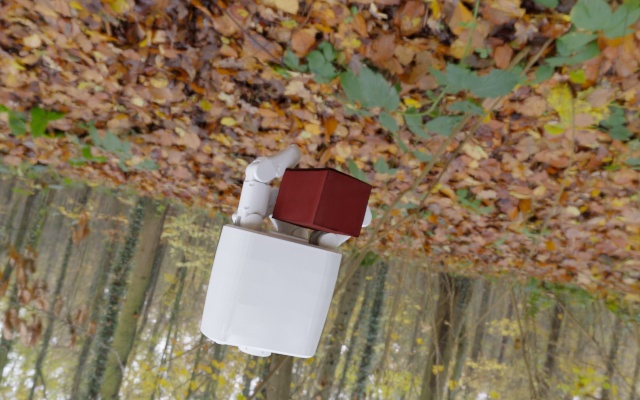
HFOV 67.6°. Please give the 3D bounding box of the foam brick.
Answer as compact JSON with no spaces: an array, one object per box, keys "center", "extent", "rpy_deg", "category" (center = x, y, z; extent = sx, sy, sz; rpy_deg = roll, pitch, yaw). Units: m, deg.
[{"center":[0.000,0.001,0.444],"extent":[0.053,0.051,0.078],"rpy_deg":[20,-8,-33],"category":"foam brick"}]
